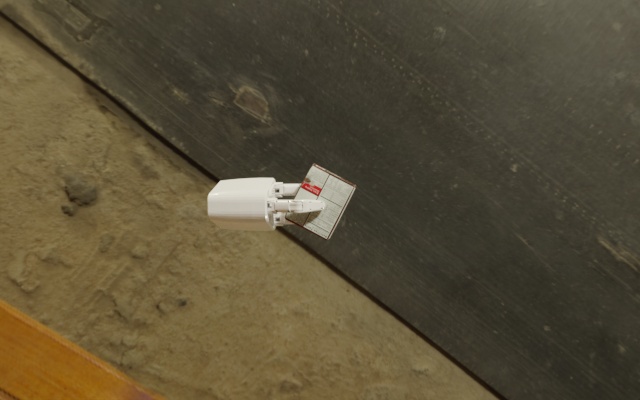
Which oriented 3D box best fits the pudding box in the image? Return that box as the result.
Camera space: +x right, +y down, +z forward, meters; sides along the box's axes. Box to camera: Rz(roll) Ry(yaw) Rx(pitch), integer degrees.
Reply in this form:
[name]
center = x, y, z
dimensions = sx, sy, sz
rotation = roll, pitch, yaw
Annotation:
[pudding box]
center = 0.000, 0.003, 0.857
dimensions = 0.090, 0.113, 0.039
rotation = 28, 5, 4
